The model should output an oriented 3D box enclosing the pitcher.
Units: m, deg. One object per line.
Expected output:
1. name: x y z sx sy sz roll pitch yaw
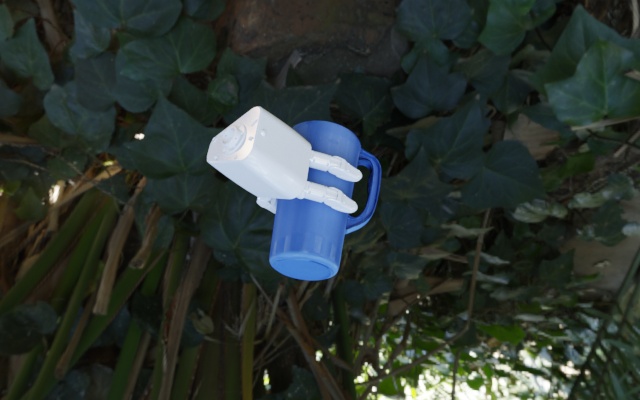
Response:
1. pitcher: 0.000 0.002 0.783 0.149 0.242 0.145 -13 -35 35
